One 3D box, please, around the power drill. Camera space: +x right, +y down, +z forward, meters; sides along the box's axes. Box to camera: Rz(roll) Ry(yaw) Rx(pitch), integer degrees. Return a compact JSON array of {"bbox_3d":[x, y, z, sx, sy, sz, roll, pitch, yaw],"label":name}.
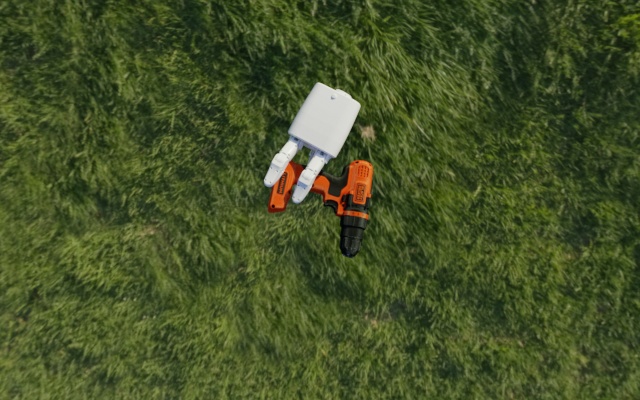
[{"bbox_3d":[0.000,0.003,0.887,0.187,0.184,0.057,11,-13,-10],"label":"power drill"}]
